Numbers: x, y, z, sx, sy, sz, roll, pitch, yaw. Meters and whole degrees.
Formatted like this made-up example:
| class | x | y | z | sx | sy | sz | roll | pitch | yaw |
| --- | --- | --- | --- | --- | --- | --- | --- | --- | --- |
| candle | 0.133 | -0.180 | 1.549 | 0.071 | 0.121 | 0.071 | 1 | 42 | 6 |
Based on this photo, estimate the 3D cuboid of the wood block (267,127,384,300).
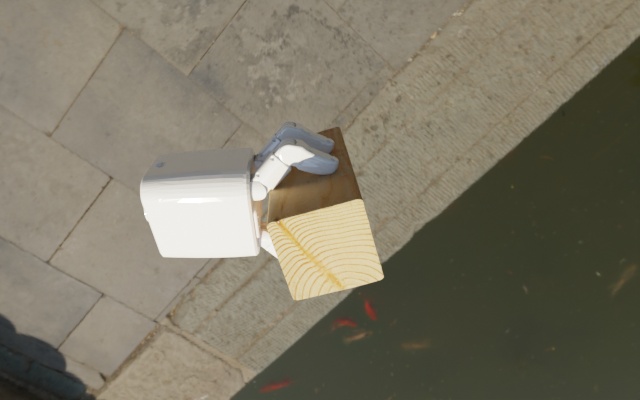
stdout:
| class | x | y | z | sx | sy | sz | roll | pitch | yaw |
| --- | --- | --- | --- | --- | --- | --- | --- | --- | --- |
| wood block | 0.000 | 0.002 | 0.521 | 0.090 | 0.091 | 0.206 | -15 | 26 | 4 |
